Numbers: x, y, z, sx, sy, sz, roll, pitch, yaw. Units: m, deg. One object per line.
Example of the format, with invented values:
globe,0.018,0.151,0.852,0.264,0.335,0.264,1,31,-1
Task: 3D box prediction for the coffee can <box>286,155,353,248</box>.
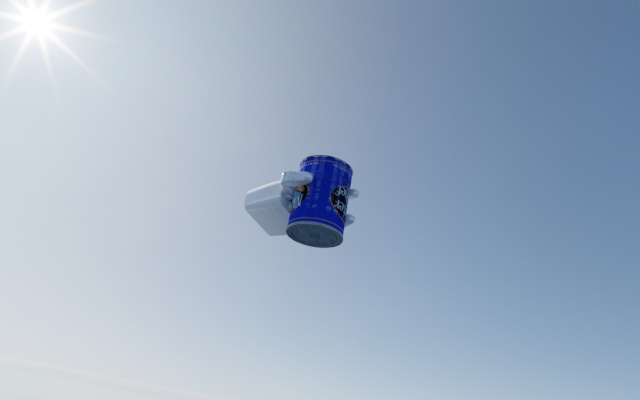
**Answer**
coffee can,0.000,0.003,0.872,0.103,0.140,0.103,8,-26,4
